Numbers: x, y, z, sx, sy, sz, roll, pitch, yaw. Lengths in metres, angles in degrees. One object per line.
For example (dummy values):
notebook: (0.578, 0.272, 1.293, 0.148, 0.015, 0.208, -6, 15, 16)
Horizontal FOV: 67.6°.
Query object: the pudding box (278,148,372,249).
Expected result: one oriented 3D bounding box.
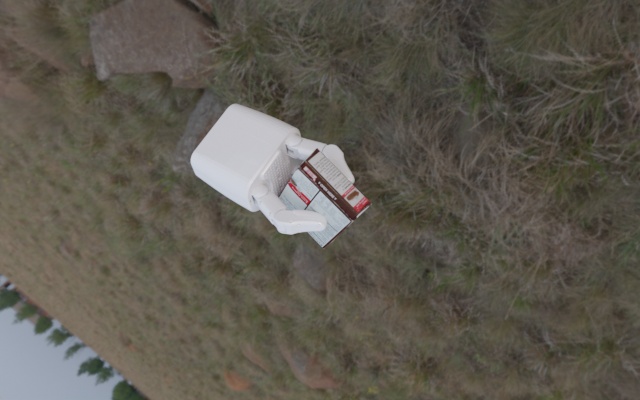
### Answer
pudding box: (0.000, 0.002, 0.574, 0.039, 0.090, 0.113, -44, -3, -26)
